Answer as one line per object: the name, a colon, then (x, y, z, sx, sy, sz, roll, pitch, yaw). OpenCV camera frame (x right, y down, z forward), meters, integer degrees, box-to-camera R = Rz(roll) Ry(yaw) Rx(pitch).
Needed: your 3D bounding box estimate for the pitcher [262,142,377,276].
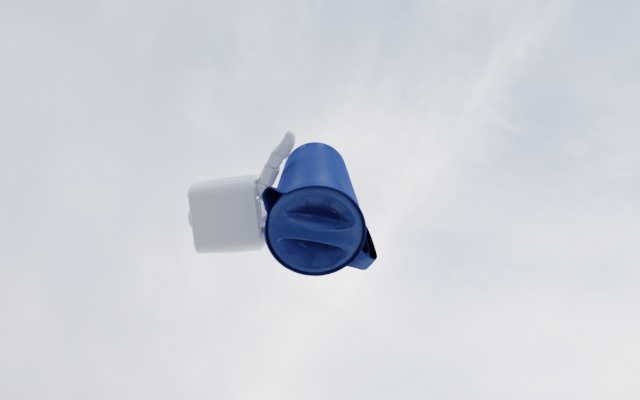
pitcher: (0.000, 0.002, 0.723, 0.145, 0.149, 0.242, -7, 24, 3)
